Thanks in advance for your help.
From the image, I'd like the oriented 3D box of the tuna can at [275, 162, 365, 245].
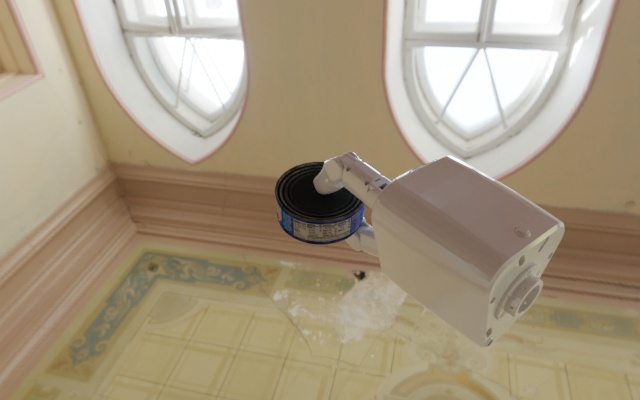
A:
[{"bbox_3d":[0.000,0.002,0.456,0.086,0.034,0.086,1,41,-1],"label":"tuna can"}]
